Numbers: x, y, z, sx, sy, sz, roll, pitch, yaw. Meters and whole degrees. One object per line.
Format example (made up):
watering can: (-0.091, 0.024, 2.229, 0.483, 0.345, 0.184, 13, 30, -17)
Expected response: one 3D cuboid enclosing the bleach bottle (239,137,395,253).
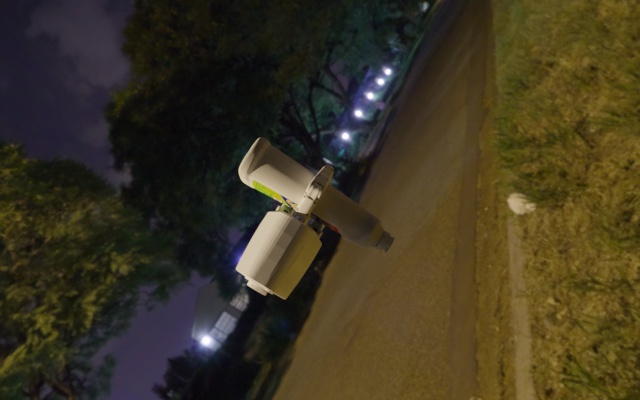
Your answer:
bleach bottle: (0.000, 0.002, 0.728, 0.251, 0.068, 0.102, 31, -11, 1)
